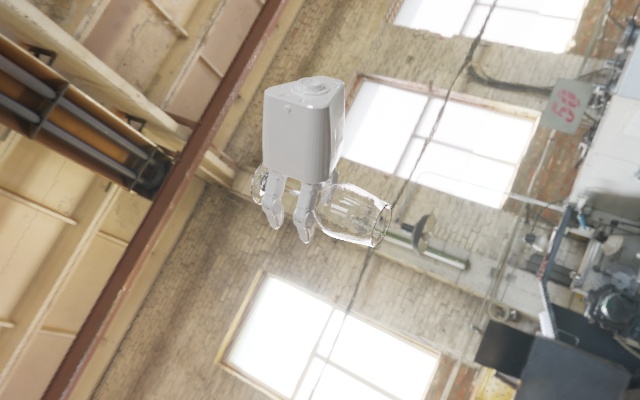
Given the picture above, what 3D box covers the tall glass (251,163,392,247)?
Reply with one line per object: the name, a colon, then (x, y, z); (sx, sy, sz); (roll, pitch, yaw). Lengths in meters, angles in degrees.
tall glass: (0.000, 0.002, 0.692); (0.201, 0.079, 0.079); (21, 9, 25)
